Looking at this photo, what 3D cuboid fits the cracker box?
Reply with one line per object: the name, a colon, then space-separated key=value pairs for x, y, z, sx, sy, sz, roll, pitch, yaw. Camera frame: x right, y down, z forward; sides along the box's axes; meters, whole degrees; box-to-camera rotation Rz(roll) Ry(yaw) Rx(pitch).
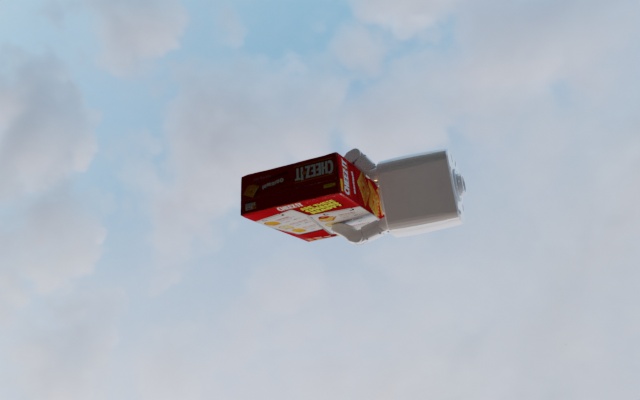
cracker box: x=0.000 y=0.003 z=0.762 sx=0.164 sy=0.072 sz=0.214 roll=-13 pitch=-21 yaw=24
